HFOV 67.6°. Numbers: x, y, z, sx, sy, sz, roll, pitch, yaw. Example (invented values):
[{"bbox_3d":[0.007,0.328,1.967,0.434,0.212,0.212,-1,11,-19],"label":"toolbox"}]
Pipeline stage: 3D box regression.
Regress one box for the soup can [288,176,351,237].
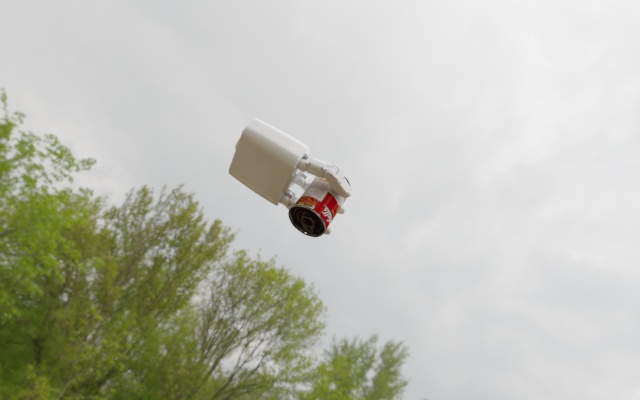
[{"bbox_3d":[0.001,0.003,0.798,0.068,0.068,0.102,0,40,36],"label":"soup can"}]
